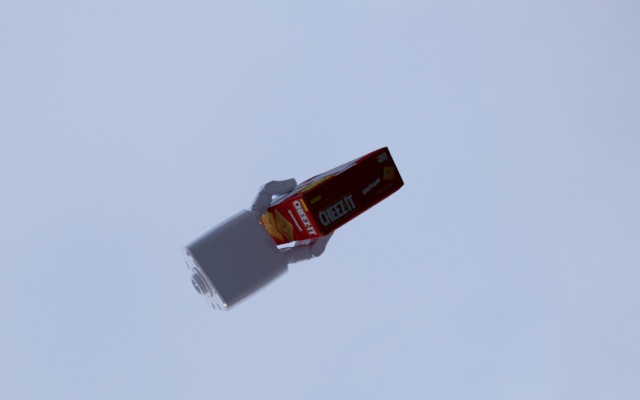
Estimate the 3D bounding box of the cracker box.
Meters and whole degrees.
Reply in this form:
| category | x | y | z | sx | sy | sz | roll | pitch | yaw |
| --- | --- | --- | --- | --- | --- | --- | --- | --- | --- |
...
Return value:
| category | x | y | z | sx | sy | sz | roll | pitch | yaw |
| --- | --- | --- | --- | --- | --- | --- | --- | --- | --- |
| cracker box | 0.000 | 0.002 | 0.738 | 0.164 | 0.072 | 0.214 | -31 | 7 | -29 |
